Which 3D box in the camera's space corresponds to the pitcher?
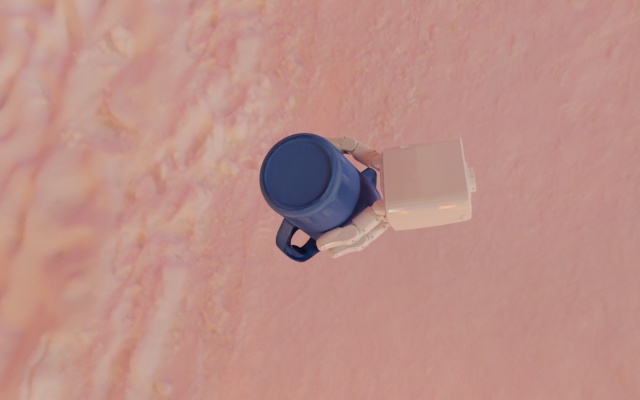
[{"bbox_3d":[0.000,0.002,0.680,0.145,0.149,0.243,-6,-14,15],"label":"pitcher"}]
